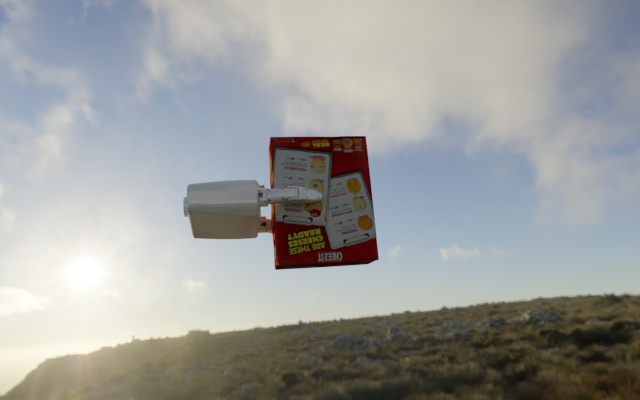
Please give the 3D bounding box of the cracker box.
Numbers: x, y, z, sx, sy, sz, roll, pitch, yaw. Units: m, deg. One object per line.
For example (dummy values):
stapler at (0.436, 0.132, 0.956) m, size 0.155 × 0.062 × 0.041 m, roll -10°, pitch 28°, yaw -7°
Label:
cracker box at (0.000, 0.002, 0.795) m, size 0.164 × 0.213 × 0.072 m, roll -2°, pitch -14°, yaw -9°
